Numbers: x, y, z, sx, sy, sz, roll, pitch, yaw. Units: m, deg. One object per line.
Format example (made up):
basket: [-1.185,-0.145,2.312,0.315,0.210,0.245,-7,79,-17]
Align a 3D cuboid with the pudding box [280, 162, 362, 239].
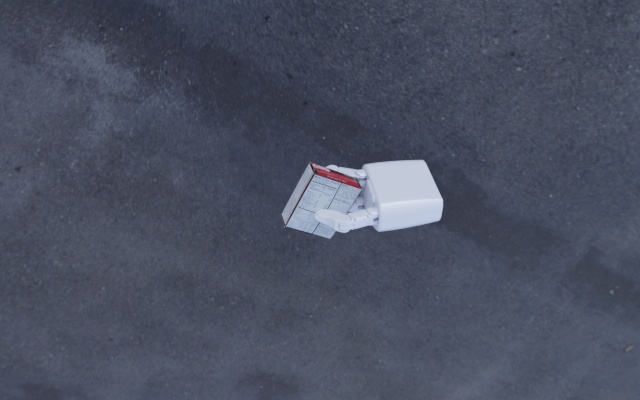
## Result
pudding box: [0.000,0.003,0.767,0.090,0.113,0.039,18,27,-24]
